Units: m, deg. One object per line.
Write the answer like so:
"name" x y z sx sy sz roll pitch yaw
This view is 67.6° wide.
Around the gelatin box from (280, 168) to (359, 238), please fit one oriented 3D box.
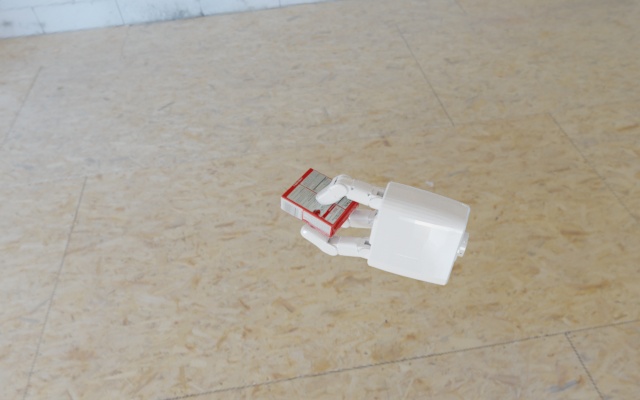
"gelatin box" 0.000 0.002 0.668 0.089 0.030 0.073 30 52 17
